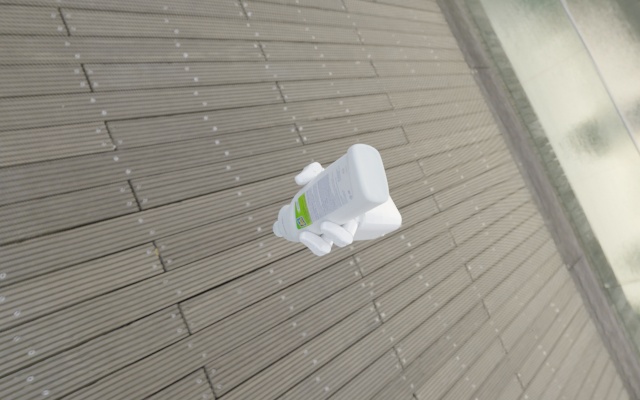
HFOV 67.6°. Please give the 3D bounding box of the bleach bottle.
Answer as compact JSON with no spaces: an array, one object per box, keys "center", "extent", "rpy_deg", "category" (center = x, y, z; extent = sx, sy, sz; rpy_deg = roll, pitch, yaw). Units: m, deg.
[{"center":[0.000,0.003,0.815],"extent":[0.068,0.102,0.251],"rpy_deg":[5,-24,-42],"category":"bleach bottle"}]
